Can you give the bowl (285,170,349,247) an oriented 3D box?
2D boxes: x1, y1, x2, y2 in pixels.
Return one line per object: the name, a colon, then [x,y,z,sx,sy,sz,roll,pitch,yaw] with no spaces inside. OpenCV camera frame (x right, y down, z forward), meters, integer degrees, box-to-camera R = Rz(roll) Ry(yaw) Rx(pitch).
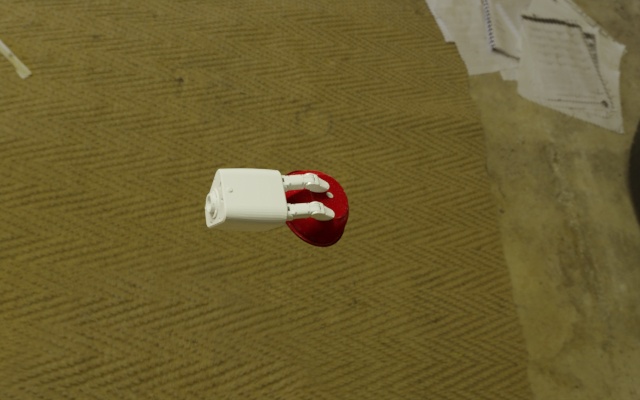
bowl: [0.001,0.003,0.892,0.162,0.162,0.055,0,-26,-43]
